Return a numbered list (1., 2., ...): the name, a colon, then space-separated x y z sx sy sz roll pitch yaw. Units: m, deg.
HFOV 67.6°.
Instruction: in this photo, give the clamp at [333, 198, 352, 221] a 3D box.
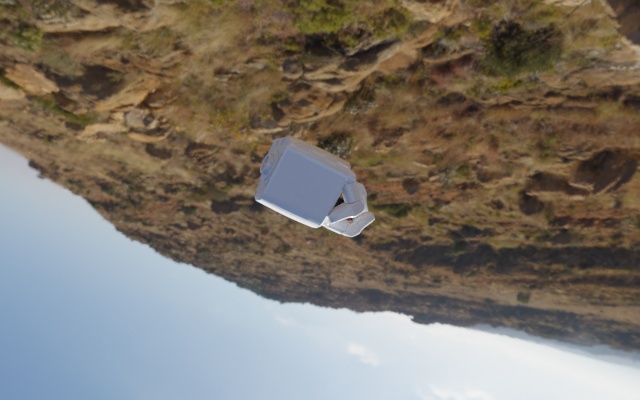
1. clamp: 0.000 0.003 0.831 0.120 0.039 0.171 25 -9 -21
